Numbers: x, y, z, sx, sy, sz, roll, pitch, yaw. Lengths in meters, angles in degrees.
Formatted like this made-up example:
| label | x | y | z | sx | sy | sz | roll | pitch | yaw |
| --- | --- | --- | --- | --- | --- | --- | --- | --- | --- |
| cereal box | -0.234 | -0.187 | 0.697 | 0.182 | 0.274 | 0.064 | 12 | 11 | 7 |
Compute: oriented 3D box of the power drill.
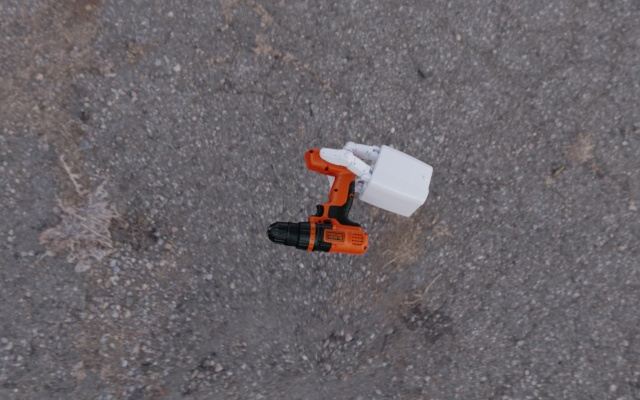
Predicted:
| label | x | y | z | sx | sy | sz | roll | pitch | yaw |
| --- | --- | --- | --- | --- | --- | --- | --- | --- | --- |
| power drill | 0.000 | 0.002 | 0.879 | 0.184 | 0.187 | 0.057 | 8 | -16 | -12 |
